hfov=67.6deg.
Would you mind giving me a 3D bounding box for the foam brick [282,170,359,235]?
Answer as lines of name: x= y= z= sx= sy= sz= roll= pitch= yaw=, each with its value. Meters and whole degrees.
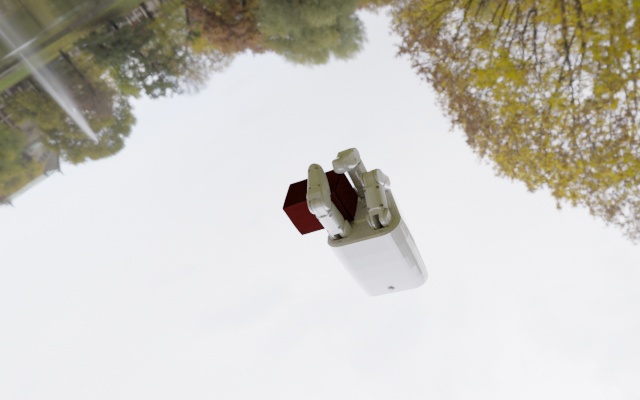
foam brick: x=0.000 y=0.002 z=0.607 sx=0.078 sy=0.051 sz=0.053 roll=-17 pitch=34 yaw=26
